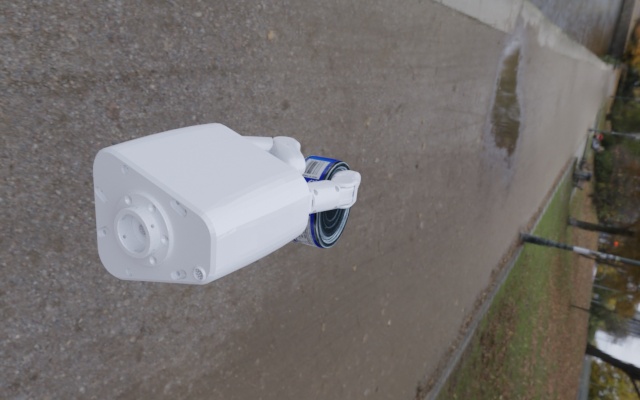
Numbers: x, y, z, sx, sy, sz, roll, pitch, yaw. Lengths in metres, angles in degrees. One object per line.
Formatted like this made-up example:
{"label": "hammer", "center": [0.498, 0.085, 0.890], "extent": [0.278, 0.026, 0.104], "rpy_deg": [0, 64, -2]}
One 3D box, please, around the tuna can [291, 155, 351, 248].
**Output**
{"label": "tuna can", "center": [0.001, 0.002, 0.453], "extent": [0.034, 0.086, 0.086], "rpy_deg": [12, 5, 24]}
